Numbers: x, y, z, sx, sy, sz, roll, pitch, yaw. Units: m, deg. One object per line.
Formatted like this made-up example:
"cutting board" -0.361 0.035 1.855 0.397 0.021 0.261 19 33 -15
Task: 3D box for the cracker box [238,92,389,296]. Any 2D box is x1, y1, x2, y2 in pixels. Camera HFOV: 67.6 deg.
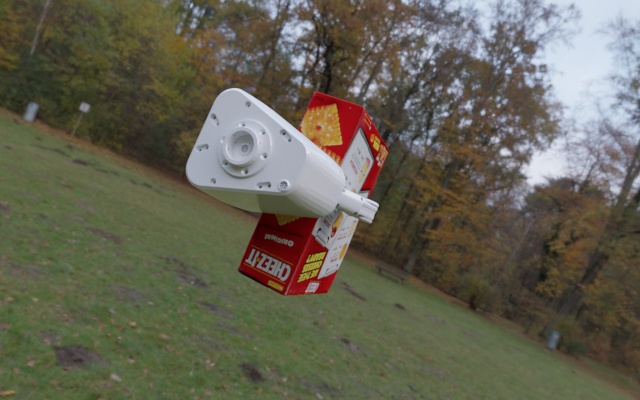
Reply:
"cracker box" 0.000 0.002 0.576 0.072 0.213 0.164 23 -2 20
